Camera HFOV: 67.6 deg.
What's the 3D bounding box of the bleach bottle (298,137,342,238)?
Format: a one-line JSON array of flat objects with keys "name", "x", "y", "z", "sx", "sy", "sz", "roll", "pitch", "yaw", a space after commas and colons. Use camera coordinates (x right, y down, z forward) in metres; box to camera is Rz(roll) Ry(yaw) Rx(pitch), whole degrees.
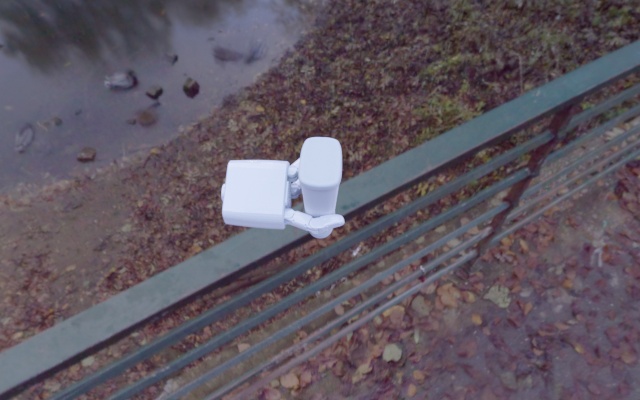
[{"name": "bleach bottle", "x": 0.000, "y": 0.003, "z": 0.851, "sx": 0.068, "sy": 0.102, "sz": 0.251, "roll": 3, "pitch": -33, "yaw": 2}]
